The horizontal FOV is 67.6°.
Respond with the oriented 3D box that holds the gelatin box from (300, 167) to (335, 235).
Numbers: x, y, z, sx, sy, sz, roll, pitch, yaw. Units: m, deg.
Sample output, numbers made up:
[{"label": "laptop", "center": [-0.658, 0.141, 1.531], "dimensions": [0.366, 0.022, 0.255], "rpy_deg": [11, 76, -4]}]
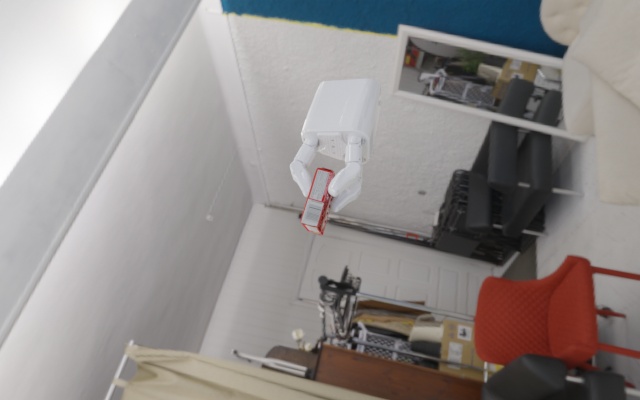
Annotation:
[{"label": "gelatin box", "center": [0.000, 0.003, 0.723], "dimensions": [0.030, 0.089, 0.073], "rpy_deg": [15, -11, 9]}]
